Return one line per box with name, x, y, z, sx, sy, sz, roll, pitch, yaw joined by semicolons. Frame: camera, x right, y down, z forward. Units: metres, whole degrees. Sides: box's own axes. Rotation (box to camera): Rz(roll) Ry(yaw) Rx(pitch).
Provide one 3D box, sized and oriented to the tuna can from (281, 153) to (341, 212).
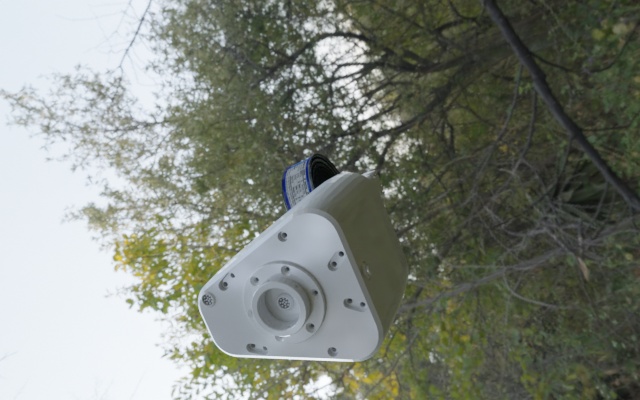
tuna can;0.000;0.002;0.450;0.034;0.086;0.086;-24;-10;22
